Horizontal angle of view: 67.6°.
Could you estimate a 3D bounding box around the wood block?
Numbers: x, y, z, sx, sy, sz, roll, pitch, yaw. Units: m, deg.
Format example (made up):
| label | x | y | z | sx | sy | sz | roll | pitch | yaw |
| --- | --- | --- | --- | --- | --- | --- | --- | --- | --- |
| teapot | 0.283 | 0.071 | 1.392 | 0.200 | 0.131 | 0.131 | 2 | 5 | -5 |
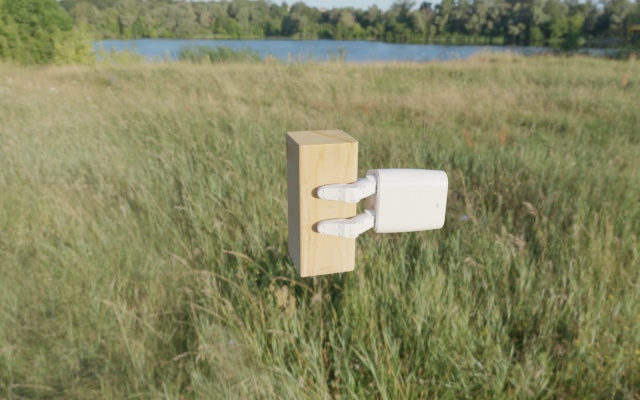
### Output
| label | x | y | z | sx | sy | sz | roll | pitch | yaw |
| --- | --- | --- | --- | --- | --- | --- | --- | --- | --- |
| wood block | 0.000 | 0.002 | 0.740 | 0.090 | 0.206 | 0.090 | -5 | 21 | -14 |
